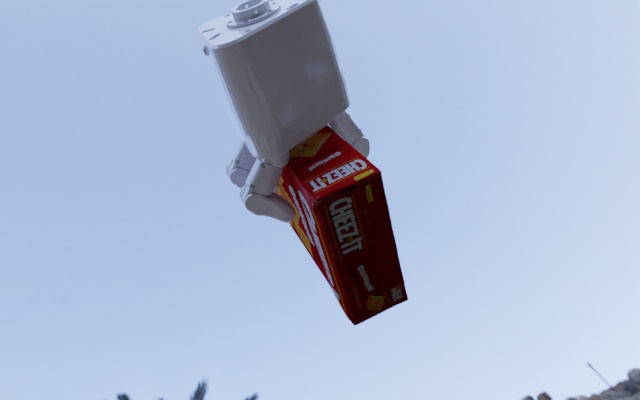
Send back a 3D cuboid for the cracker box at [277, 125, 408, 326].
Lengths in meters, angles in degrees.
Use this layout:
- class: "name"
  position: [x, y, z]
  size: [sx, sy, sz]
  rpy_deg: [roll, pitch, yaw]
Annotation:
- class: "cracker box"
  position: [0.000, 0.002, 0.513]
  size: [0.072, 0.164, 0.213]
  rpy_deg: [-25, 36, -10]
